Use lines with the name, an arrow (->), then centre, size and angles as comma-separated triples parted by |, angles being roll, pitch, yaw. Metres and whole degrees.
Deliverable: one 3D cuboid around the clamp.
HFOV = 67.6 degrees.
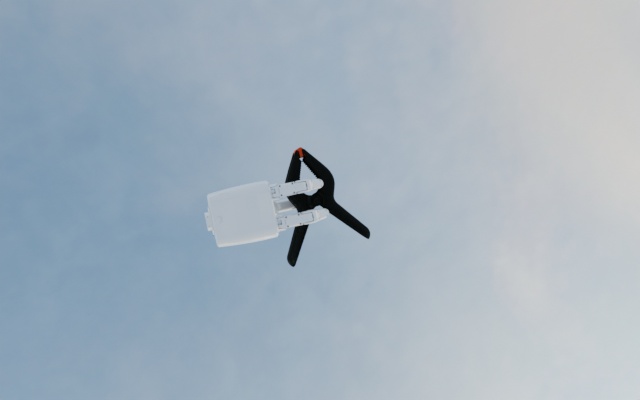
clamp -> 0.000, 0.002, 0.882 | 0.164, 0.210, 0.036 | -12, 2, -15
